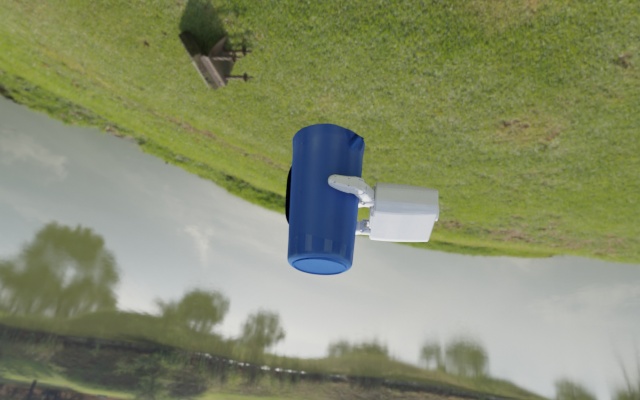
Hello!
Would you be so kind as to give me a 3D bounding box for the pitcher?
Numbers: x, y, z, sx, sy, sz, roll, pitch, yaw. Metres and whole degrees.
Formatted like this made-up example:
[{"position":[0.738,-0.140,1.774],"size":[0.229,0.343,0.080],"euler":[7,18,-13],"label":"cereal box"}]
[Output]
[{"position":[0.000,0.003,0.835],"size":[0.145,0.242,0.149],"euler":[3,-25,3],"label":"pitcher"}]
